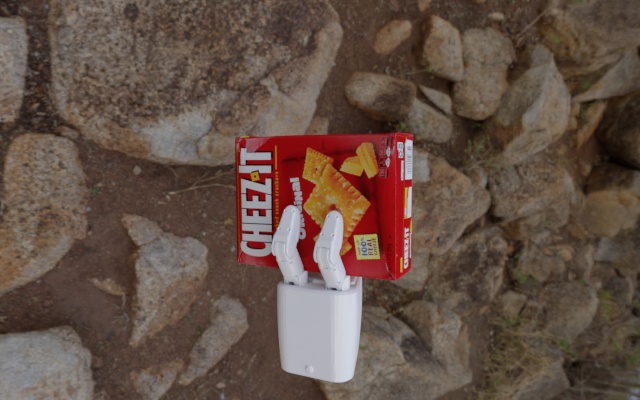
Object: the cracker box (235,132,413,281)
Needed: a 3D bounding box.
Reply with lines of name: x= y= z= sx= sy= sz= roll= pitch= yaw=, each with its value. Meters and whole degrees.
cracker box: x=0.000 y=0.002 z=0.581 sx=0.213 sy=0.164 sz=0.072 roll=2 pitch=5 yaw=25
